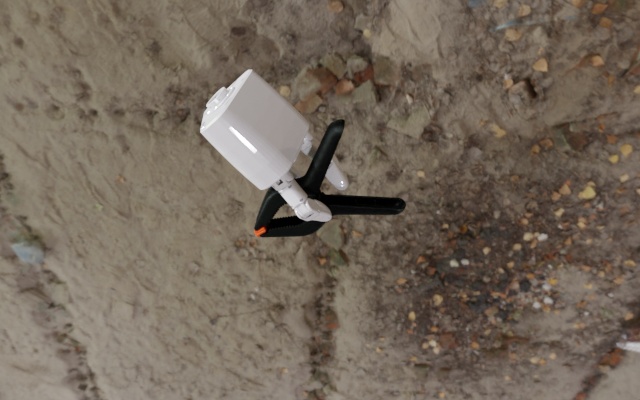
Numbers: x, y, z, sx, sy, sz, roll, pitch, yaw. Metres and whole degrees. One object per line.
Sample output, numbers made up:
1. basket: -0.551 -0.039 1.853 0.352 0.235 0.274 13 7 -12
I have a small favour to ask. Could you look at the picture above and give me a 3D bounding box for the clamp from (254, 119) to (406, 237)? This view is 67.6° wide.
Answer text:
1. clamp: -0.001 0.003 0.654 0.210 0.036 0.165 -34 -61 26
